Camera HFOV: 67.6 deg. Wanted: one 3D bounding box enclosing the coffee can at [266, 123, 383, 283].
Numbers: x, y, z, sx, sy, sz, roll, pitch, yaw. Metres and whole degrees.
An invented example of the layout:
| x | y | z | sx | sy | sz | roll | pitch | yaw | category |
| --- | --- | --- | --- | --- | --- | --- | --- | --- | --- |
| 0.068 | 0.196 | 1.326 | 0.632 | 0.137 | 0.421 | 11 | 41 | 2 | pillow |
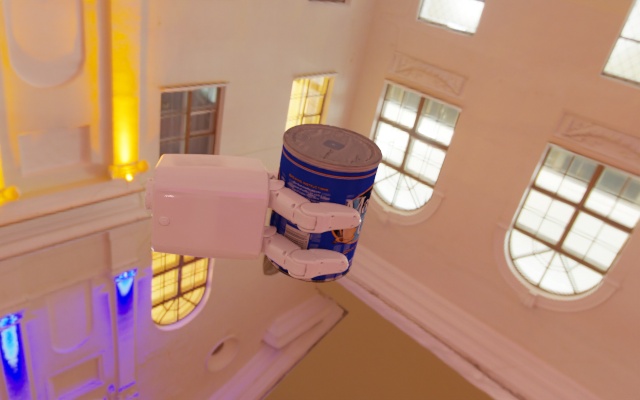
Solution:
| x | y | z | sx | sy | sz | roll | pitch | yaw | category |
| --- | --- | --- | --- | --- | --- | --- | --- | --- | --- |
| 0.000 | 0.002 | 0.515 | 0.103 | 0.140 | 0.102 | 10 | 29 | -5 | coffee can |
